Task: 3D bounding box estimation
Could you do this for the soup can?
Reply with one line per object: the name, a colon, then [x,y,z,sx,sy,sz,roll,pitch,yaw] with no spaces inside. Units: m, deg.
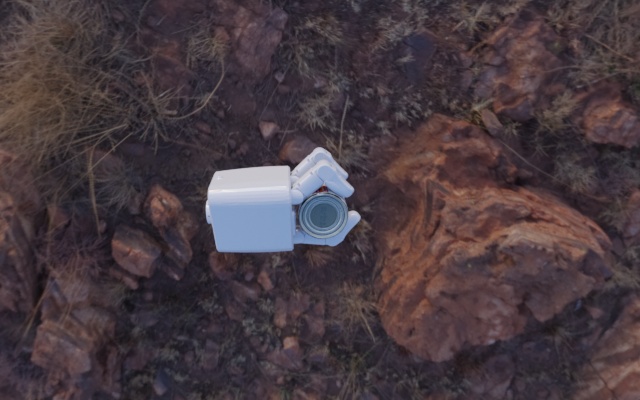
soup can: [0.001,0.002,0.666,0.068,0.068,0.102,0,22,-4]
